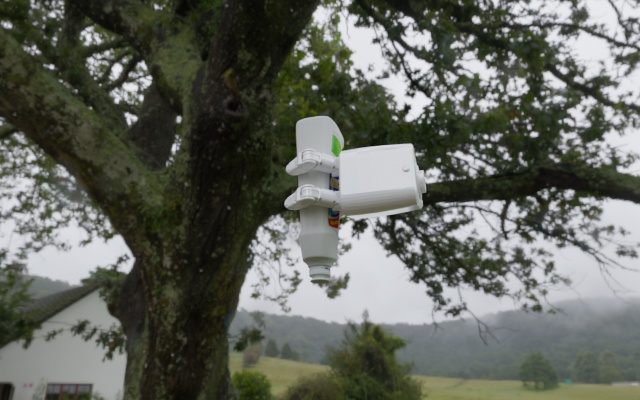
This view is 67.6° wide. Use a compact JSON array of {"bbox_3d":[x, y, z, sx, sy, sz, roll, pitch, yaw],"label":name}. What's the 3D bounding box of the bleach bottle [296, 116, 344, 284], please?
[{"bbox_3d":[0.000,0.002,0.731,0.068,0.250,0.103,-7,-23,14],"label":"bleach bottle"}]
